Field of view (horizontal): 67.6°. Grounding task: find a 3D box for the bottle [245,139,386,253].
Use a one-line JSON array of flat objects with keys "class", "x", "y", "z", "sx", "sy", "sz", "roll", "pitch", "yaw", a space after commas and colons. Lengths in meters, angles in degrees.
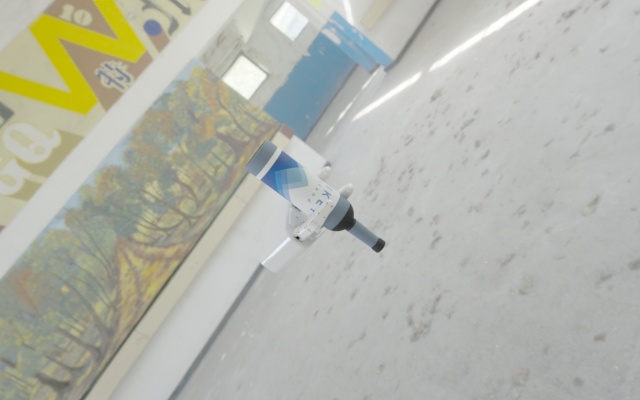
[{"class": "bottle", "x": 0.000, "y": 0.003, "z": 0.878, "sx": 0.296, "sy": 0.069, "sz": 0.069, "roll": 37, "pitch": -9, "yaw": -12}]
